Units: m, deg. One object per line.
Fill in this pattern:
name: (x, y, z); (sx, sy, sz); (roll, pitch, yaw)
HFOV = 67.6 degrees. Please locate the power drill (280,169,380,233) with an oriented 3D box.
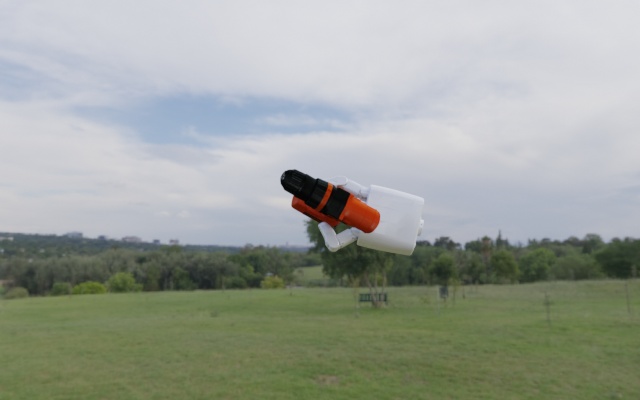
power drill: (0.000, 0.003, 0.866); (0.184, 0.057, 0.187); (29, -6, -11)
